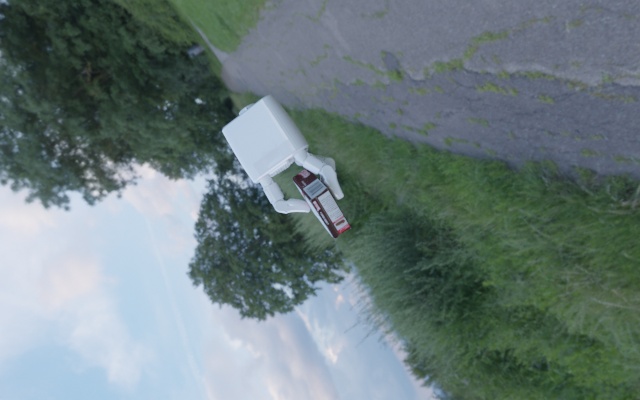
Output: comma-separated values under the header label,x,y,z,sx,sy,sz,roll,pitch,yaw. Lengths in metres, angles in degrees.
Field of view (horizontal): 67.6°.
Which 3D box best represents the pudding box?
label,x,y,z,sx,sy,sz,roll,pitch,yaw
pudding box,0.000,0.003,0.816,0.039,0.090,0.113,-34,28,-2
